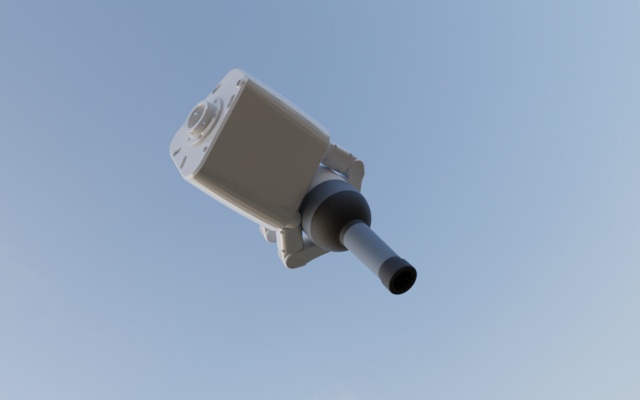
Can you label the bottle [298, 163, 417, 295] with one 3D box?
[{"bbox_3d":[0.000,0.002,0.493,0.069,0.069,0.295,0,25,-29],"label":"bottle"}]
